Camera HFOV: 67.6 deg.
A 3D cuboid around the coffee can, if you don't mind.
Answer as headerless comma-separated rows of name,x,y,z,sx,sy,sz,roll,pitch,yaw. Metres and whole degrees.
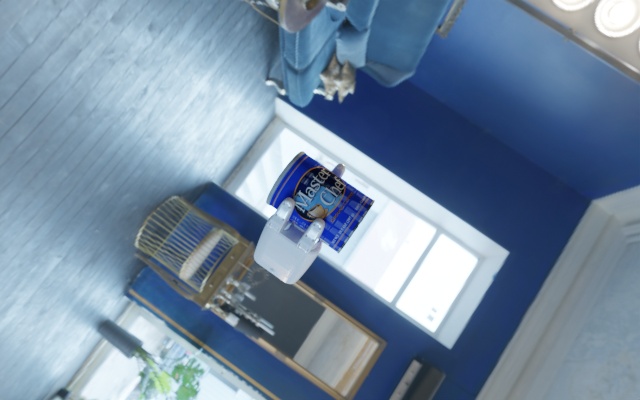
coffee can,0.000,0.002,0.756,0.140,0.103,0.103,35,3,4
